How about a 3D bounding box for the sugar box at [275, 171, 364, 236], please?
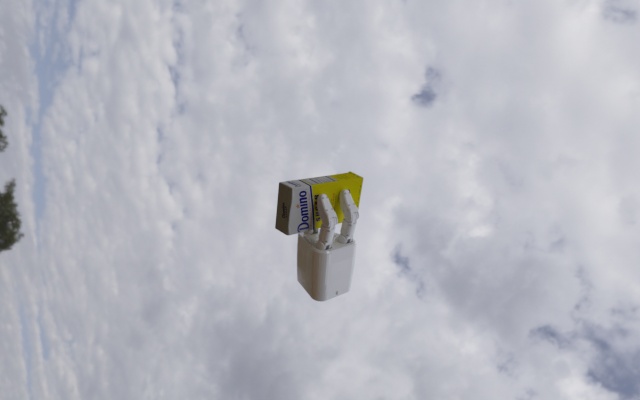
[{"bbox_3d":[0.001,0.003,0.894,0.176,0.093,0.048,-13,28,-41],"label":"sugar box"}]
